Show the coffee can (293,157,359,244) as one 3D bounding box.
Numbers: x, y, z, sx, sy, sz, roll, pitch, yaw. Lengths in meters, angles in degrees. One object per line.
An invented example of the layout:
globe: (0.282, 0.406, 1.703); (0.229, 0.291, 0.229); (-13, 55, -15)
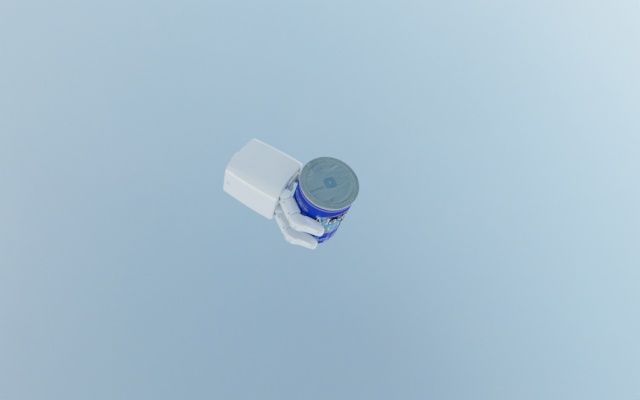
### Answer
coffee can: (0.000, 0.003, 0.855); (0.103, 0.102, 0.140); (0, -29, -15)
